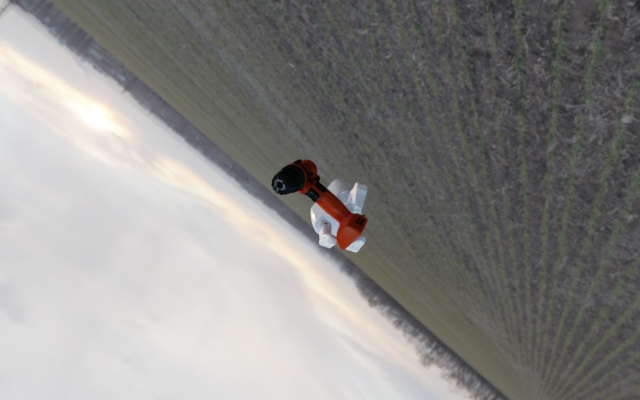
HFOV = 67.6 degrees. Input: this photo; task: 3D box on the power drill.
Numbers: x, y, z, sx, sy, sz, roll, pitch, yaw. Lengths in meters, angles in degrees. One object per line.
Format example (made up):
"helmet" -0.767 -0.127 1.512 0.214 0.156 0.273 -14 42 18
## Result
"power drill" 0.000 0.003 0.893 0.057 0.187 0.184 -43 0 20
